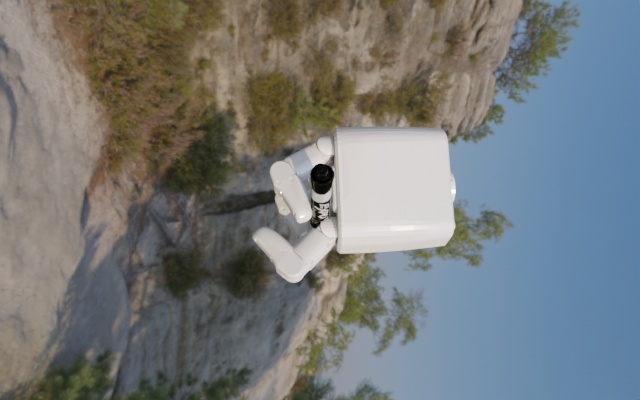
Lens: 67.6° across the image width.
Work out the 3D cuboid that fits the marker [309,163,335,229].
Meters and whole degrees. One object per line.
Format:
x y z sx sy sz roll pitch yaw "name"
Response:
0.000 0.001 0.415 0.020 0.020 0.121 0 -24 -2 "marker"
